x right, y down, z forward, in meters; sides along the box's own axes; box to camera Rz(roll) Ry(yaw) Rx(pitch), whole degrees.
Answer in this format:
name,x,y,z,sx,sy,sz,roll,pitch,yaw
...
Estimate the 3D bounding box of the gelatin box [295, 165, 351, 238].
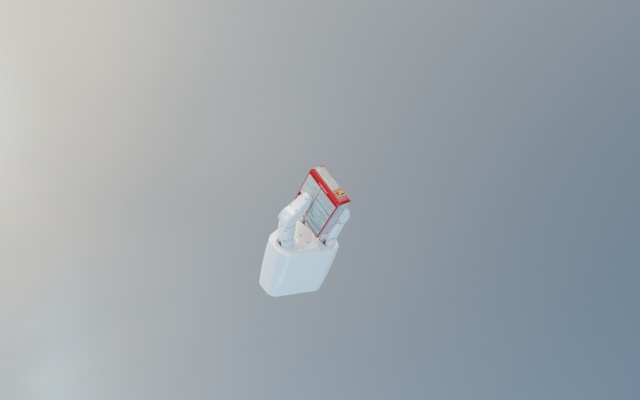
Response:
name,x,y,z,sx,sy,sz,roll,pitch,yaw
gelatin box,0.000,0.002,0.733,0.030,0.073,0.089,-20,-27,-37
